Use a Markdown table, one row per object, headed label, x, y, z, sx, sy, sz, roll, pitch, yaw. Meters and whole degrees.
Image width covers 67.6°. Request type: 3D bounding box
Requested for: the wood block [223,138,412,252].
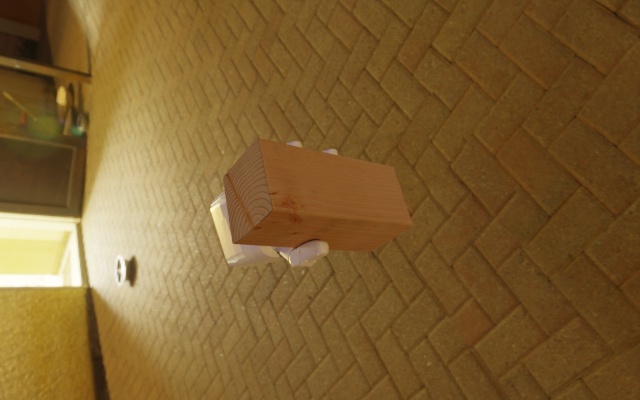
| label | x | y | z | sx | sy | sz | roll | pitch | yaw |
| --- | --- | --- | --- | --- | --- | --- | --- | --- | --- |
| wood block | 0.000 | 0.002 | 0.578 | 0.206 | 0.090 | 0.090 | 7 | -32 | -37 |
